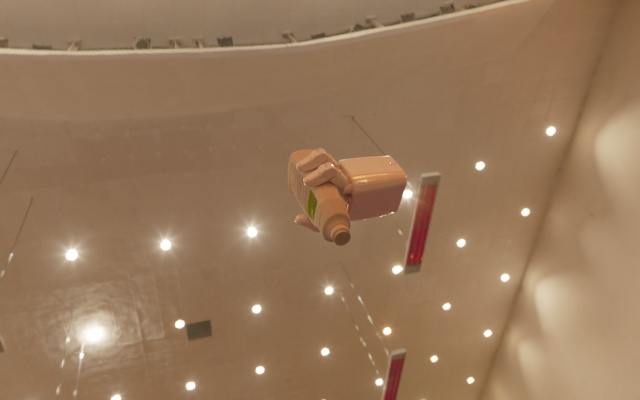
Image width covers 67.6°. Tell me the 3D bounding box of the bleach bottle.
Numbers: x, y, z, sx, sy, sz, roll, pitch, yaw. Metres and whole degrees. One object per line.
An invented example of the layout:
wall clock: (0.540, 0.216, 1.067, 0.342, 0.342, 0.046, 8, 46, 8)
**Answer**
bleach bottle: (0.000, 0.003, 0.871, 0.068, 0.103, 0.250, -8, 34, -14)
